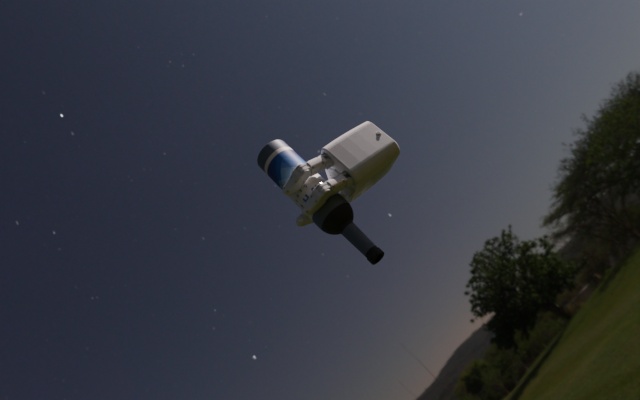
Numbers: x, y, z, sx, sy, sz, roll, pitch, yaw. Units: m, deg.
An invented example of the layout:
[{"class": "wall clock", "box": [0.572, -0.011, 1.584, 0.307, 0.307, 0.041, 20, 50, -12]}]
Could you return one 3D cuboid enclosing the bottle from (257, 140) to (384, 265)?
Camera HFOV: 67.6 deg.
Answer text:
[{"class": "bottle", "box": [0.000, 0.003, 0.832, 0.295, 0.069, 0.069, 44, 25, 29]}]
